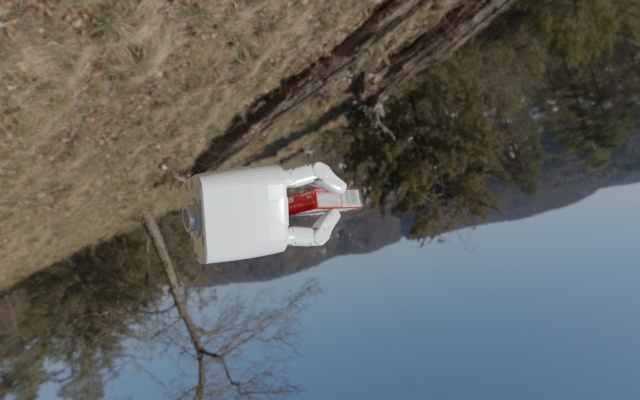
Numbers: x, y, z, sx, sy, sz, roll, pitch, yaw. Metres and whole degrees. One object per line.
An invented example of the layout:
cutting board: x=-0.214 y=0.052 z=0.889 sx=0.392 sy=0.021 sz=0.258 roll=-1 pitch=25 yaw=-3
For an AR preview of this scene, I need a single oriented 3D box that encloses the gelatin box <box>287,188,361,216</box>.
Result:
gelatin box: x=0.000 y=0.003 z=0.677 sx=0.089 sy=0.030 sz=0.073 roll=-1 pitch=-8 yaw=-43
